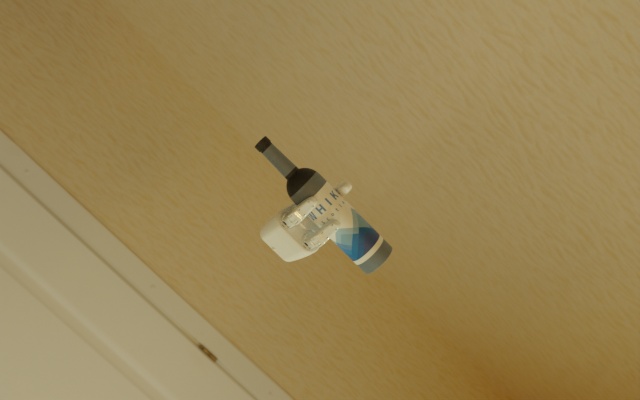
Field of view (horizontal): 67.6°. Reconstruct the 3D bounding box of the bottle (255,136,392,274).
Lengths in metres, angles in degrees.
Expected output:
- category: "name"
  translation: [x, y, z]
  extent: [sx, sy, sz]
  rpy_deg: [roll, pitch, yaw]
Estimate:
- category: "bottle"
  translation: [0.000, 0.003, 0.830]
  extent: [0.069, 0.296, 0.069]
  rpy_deg: [-44, 7, 6]
